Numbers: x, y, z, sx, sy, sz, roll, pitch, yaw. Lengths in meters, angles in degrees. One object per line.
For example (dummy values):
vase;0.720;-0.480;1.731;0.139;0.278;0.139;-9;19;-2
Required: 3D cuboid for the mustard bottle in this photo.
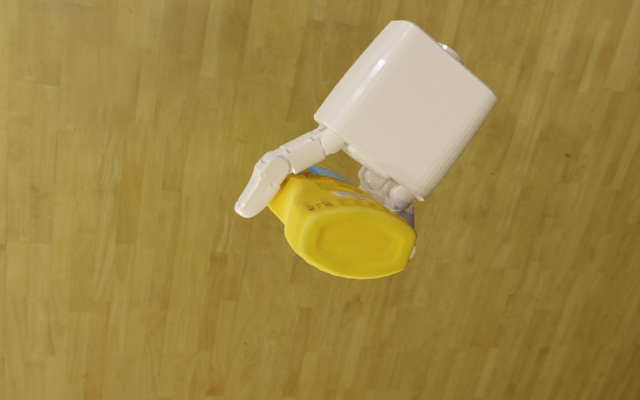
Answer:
mustard bottle;0.000;0.002;0.427;0.096;0.058;0.191;9;16;-22
